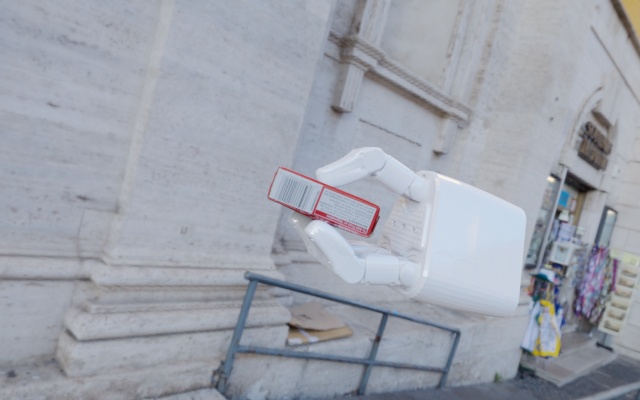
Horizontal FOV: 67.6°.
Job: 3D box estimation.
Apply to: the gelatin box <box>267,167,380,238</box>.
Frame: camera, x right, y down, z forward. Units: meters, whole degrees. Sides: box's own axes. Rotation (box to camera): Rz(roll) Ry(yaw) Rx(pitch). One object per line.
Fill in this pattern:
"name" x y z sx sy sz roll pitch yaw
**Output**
"gelatin box" 0.000 0.001 0.404 0.089 0.030 0.073 22 0 -6
